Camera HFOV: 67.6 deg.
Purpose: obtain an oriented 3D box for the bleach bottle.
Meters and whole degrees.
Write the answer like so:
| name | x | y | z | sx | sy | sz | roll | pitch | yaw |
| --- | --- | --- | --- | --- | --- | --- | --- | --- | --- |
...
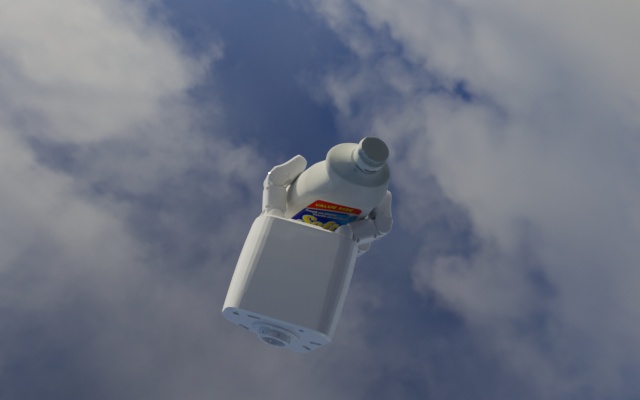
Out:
| name | x | y | z | sx | sy | sz | roll | pitch | yaw |
| --- | --- | --- | --- | --- | --- | --- | --- | --- | --- |
| bleach bottle | 0.000 | 0.002 | 0.551 | 0.102 | 0.068 | 0.251 | 23 | -32 | -11 |
